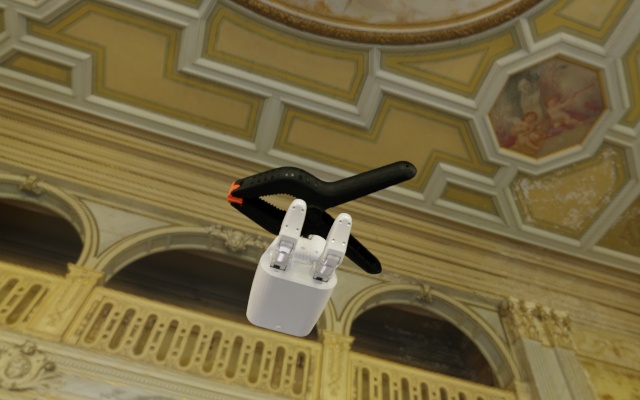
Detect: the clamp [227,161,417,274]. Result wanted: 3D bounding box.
[{"bbox_3d":[0.000,0.001,0.558,0.210,0.165,0.036,16,34,-6],"label":"clamp"}]
